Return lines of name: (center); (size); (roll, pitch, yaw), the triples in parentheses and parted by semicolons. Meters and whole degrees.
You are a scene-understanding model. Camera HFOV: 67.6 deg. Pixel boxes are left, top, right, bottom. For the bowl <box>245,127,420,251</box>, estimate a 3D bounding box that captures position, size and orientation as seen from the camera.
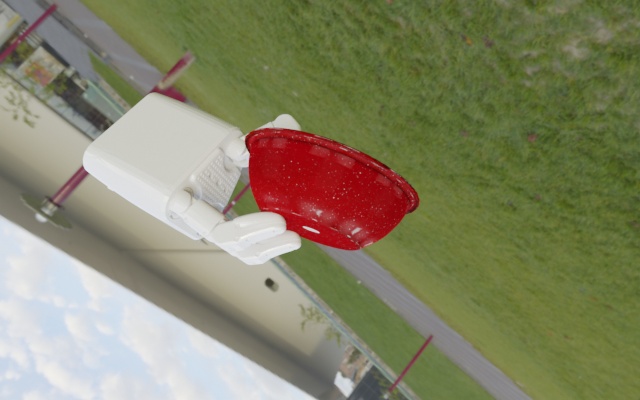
bowl: (0.001, 0.002, 0.412); (0.162, 0.055, 0.162); (20, -15, 5)
